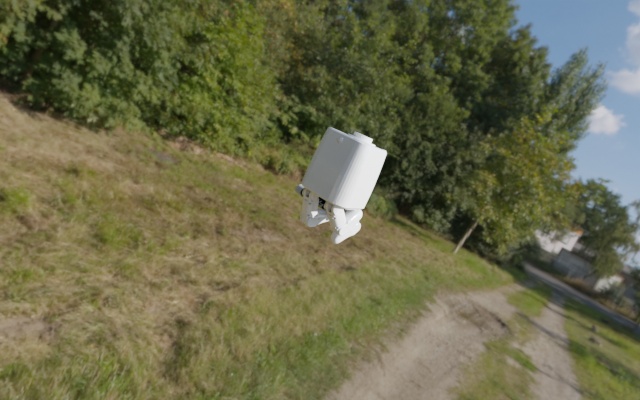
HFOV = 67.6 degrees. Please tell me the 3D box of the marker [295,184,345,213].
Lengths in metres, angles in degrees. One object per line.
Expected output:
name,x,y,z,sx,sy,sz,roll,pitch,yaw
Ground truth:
marker,0.000,0.003,0.850,0.020,0.020,0.121,0,24,-47
